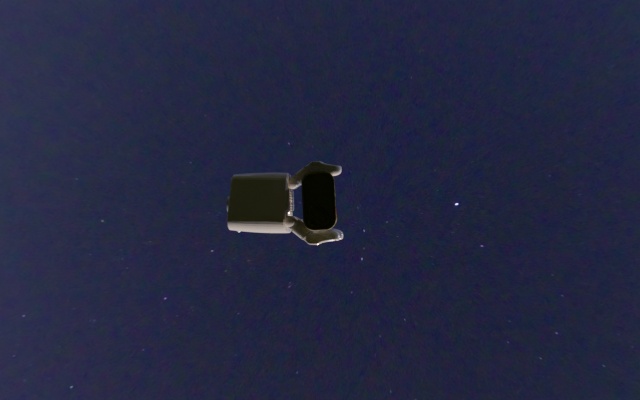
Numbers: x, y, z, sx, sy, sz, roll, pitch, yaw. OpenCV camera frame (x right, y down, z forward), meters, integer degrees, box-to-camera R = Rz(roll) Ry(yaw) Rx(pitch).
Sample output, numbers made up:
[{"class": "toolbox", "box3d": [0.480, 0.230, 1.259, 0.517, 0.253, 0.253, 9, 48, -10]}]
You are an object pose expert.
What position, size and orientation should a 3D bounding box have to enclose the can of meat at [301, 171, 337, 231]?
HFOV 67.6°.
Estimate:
[{"class": "can of meat", "box3d": [0.000, 0.003, 0.860, 0.057, 0.102, 0.084, -3, -3, 4]}]
